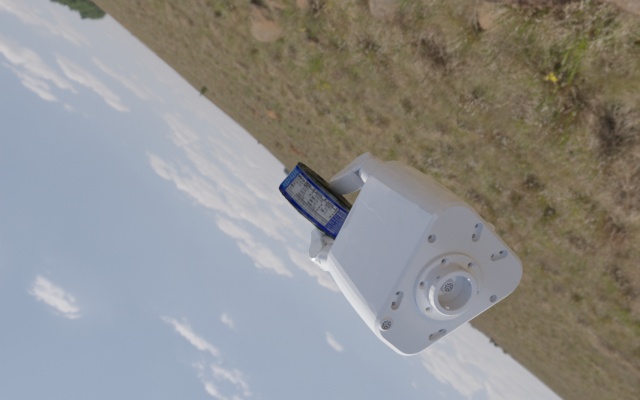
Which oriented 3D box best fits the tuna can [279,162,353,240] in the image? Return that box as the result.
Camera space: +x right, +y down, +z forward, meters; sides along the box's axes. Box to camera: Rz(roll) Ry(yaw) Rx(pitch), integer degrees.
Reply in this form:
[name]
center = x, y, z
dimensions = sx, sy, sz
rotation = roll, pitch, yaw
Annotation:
[tuna can]
center = 0.000, 0.002, 0.477
dimensions = 0.086, 0.034, 0.086
rotation = 41, 6, -5
